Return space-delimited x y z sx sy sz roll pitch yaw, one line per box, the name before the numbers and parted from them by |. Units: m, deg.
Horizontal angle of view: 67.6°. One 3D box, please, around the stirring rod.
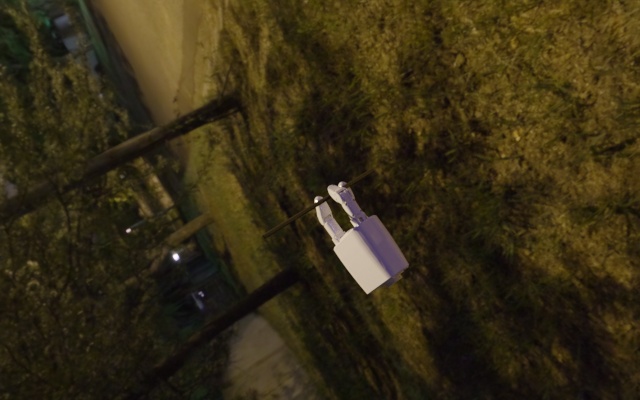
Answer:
stirring rod | 0.000 0.003 0.861 0.239 0.011 0.011 -31 10 -16
